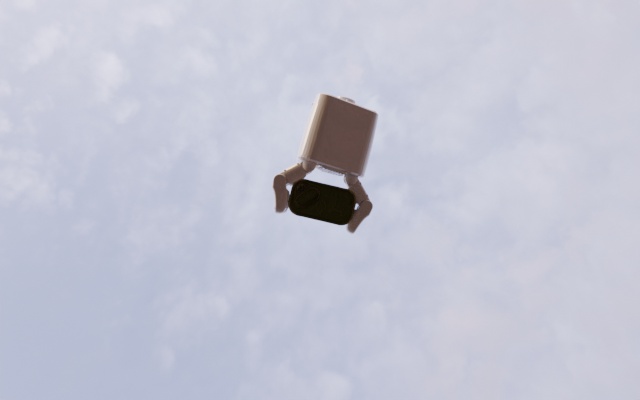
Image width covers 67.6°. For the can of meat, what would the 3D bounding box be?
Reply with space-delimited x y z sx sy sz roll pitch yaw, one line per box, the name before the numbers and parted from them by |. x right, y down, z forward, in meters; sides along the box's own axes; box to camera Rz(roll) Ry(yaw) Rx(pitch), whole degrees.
can of meat | 0.000 0.003 0.766 0.102 0.057 0.084 13 -1 -4
